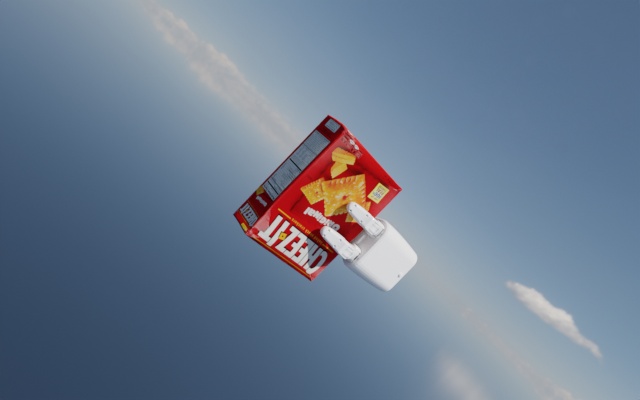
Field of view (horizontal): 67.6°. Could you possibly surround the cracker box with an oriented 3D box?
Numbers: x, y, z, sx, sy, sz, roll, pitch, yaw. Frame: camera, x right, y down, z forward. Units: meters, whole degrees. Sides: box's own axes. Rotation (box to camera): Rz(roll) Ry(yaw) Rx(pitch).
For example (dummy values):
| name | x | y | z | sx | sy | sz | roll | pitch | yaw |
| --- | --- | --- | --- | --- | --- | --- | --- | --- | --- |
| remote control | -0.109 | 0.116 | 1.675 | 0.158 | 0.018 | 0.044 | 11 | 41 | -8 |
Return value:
| name | x | y | z | sx | sy | sz | roll | pitch | yaw |
| --- | --- | --- | --- | --- | --- | --- | --- | --- | --- |
| cracker box | 0.000 | 0.002 | 0.746 | 0.164 | 0.214 | 0.072 | 42 | 3 | -37 |
